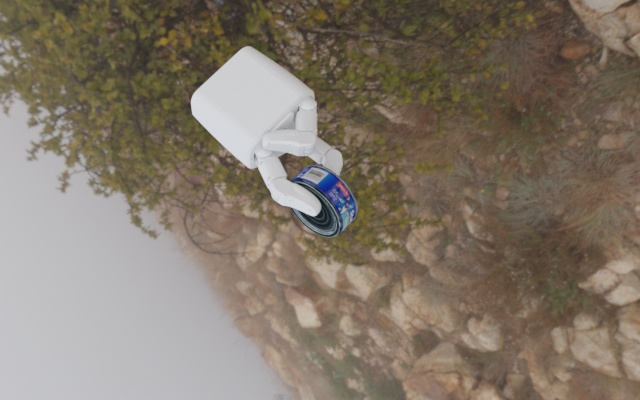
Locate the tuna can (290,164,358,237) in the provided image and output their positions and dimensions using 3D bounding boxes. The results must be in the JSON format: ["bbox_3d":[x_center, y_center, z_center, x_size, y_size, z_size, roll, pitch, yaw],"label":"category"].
[{"bbox_3d":[0.000,0.002,0.564,0.086,0.086,0.033,0,36,51],"label":"tuna can"}]
